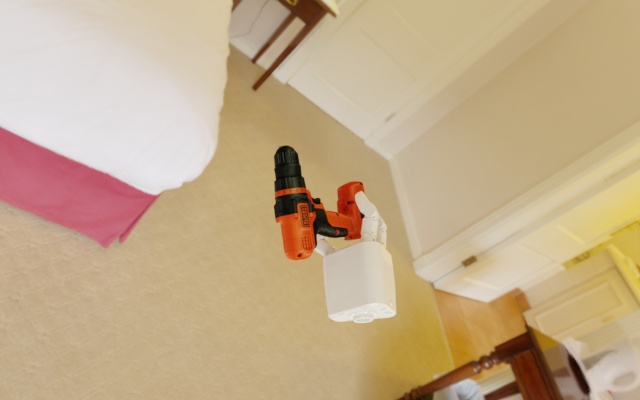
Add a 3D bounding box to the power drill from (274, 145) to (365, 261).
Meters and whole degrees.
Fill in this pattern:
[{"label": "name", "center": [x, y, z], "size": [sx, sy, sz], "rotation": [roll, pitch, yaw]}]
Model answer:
[{"label": "power drill", "center": [0.001, 0.003, 0.808], "size": [0.057, 0.184, 0.187], "rotation": [-12, -8, 44]}]
